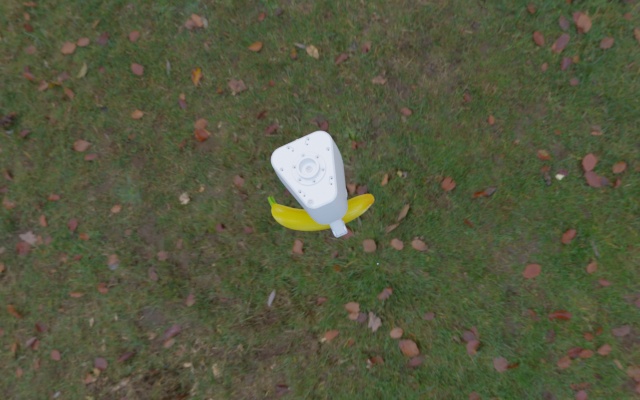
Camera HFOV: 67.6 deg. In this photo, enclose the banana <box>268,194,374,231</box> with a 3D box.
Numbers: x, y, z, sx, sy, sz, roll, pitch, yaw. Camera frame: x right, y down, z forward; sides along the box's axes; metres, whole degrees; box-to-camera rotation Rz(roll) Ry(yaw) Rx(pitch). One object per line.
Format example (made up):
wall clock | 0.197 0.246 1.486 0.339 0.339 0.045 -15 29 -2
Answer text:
banana | -0.004 0.020 0.846 0.198 0.069 0.037 0 -19 11
